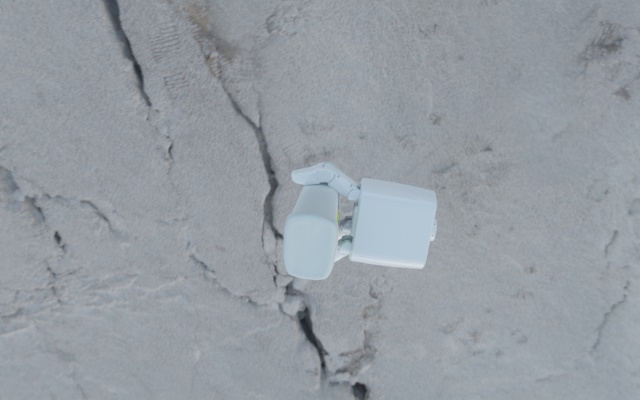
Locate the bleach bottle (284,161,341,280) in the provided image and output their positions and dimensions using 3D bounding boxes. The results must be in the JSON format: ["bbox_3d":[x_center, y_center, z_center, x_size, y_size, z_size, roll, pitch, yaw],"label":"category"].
[{"bbox_3d":[0.000,0.002,0.702,0.068,0.103,0.250,8,30,3],"label":"bleach bottle"}]
